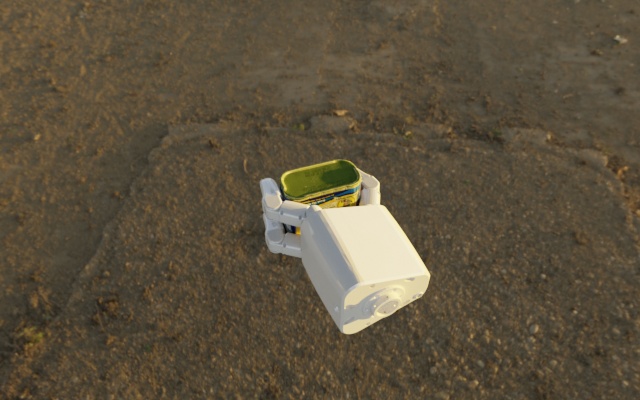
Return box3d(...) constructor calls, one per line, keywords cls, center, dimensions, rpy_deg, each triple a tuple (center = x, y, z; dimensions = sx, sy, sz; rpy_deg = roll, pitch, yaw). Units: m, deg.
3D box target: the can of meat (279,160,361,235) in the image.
box3d(cls="can of meat", center=(0.000, 0.002, 0.595), dimensions=(0.102, 0.084, 0.057), rpy_deg=(-15, 47, -14))
